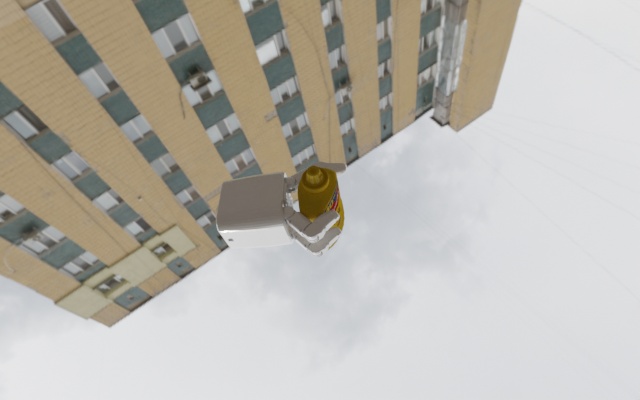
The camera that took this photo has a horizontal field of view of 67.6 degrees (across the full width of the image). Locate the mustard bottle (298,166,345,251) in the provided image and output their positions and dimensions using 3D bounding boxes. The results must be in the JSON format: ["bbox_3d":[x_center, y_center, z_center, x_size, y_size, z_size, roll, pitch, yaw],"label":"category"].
[{"bbox_3d":[0.000,0.003,0.770,0.058,0.096,0.192,15,-26,16],"label":"mustard bottle"}]
